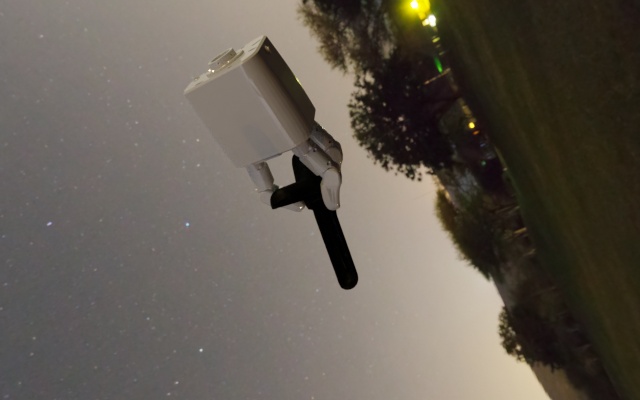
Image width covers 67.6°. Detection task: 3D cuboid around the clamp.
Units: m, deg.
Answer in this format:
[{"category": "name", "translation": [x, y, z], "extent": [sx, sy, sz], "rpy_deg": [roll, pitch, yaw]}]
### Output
[{"category": "clamp", "translation": [-0.001, 0.002, 0.608], "extent": [0.036, 0.165, 0.209], "rpy_deg": [-25, 28, 18]}]
